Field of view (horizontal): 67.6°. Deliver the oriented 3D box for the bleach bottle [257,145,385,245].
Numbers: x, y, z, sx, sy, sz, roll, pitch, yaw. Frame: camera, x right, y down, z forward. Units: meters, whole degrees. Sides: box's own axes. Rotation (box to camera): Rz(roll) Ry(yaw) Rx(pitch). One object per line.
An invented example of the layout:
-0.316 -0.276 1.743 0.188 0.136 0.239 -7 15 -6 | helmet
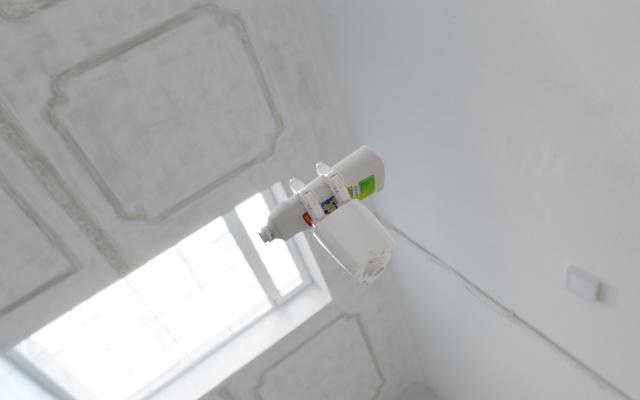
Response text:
0.000 0.003 0.857 0.251 0.068 0.103 -33 -29 -15 | bleach bottle
